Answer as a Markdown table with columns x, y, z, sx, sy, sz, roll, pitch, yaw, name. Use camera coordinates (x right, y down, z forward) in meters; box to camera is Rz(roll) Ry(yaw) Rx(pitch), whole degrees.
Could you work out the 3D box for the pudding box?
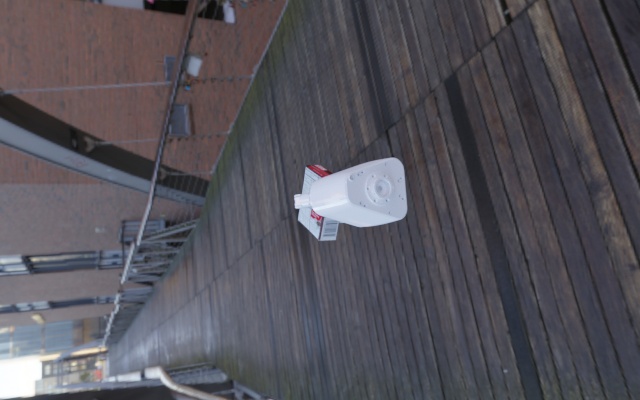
| x | y | z | sx | sy | sz | roll | pitch | yaw | name |
| --- | --- | --- | --- | --- | --- | --- | --- | --- | --- |
| 0.000 | 0.003 | 0.843 | 0.039 | 0.113 | 0.090 | -1 | 22 | -29 | pudding box |
